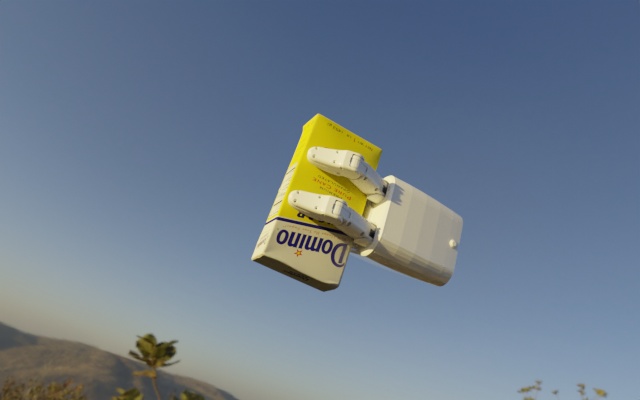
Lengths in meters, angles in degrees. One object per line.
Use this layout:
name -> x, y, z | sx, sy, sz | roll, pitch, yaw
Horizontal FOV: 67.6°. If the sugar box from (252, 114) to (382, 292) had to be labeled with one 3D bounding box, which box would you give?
sugar box -> 0.000, 0.002, 0.530 | 0.093, 0.176, 0.048 | 26, -25, -17
